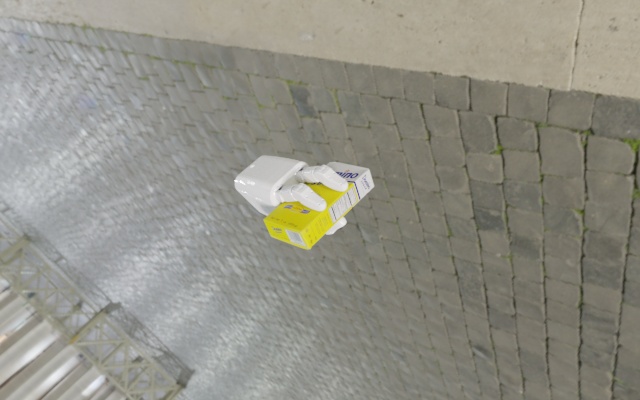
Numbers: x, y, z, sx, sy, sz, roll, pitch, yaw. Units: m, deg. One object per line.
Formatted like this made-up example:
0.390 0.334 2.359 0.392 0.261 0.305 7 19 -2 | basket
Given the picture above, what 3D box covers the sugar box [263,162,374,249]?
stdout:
0.000 0.002 0.794 0.093 0.048 0.176 15 49 42 | sugar box
